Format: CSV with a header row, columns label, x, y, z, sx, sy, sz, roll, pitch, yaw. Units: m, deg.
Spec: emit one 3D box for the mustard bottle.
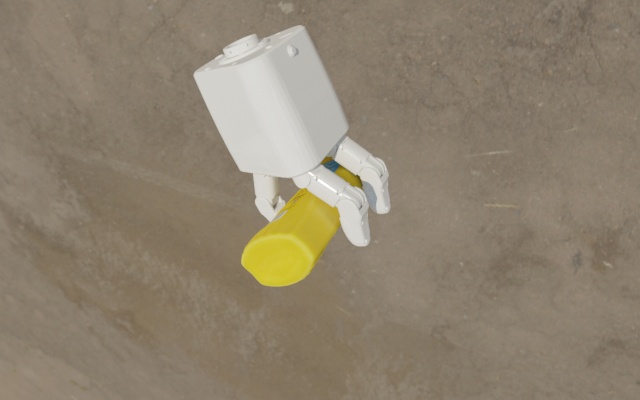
label,x,y,z,sx,sy,sz,roll,pitch,yaw
mustard bottle,0.000,0.002,0.497,0.096,0.058,0.191,-35,13,46
